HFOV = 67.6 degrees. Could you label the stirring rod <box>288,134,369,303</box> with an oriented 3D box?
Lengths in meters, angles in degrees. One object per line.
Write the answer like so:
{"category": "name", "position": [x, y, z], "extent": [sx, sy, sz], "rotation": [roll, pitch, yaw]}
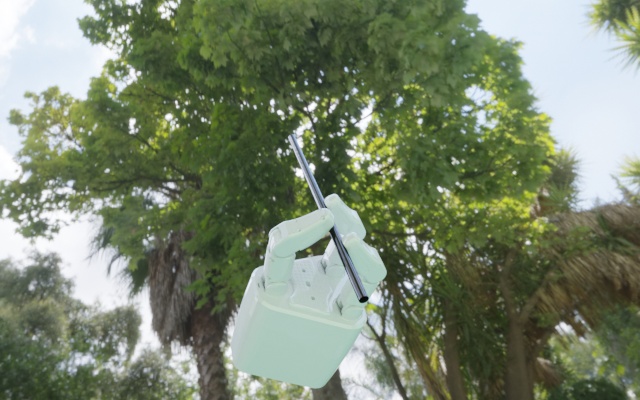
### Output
{"category": "stirring rod", "position": [0.000, 0.002, 0.447], "extent": [0.011, 0.011, 0.239], "rotation": [0, 37, -20]}
